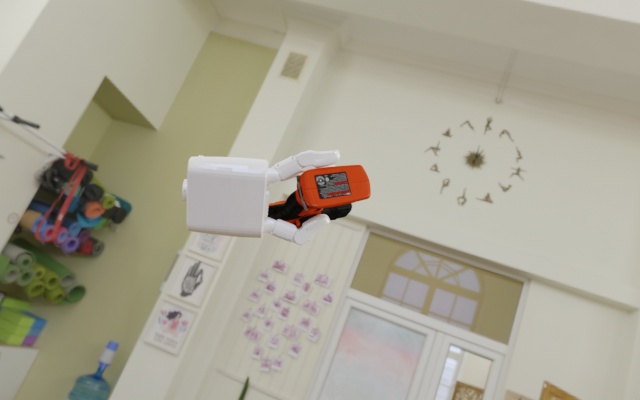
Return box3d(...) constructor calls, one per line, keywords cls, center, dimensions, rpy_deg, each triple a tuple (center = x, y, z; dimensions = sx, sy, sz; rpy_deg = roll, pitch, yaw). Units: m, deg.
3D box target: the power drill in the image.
box3d(cls="power drill", center=(0.000, 0.002, 0.742), dimensions=(0.184, 0.057, 0.188), rpy_deg=(-11, -13, -28))
